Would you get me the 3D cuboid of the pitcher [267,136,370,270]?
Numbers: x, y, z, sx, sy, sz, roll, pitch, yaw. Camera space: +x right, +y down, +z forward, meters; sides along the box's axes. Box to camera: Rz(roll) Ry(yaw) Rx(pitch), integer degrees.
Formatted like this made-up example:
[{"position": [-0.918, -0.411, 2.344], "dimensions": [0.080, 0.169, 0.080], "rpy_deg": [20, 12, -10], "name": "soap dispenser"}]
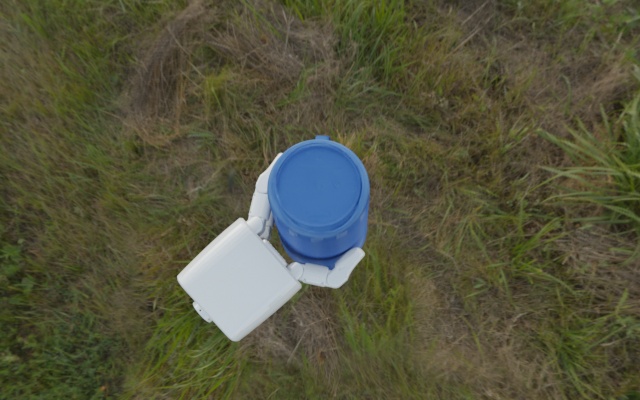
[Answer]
[{"position": [0.000, 0.002, 0.609], "dimensions": [0.145, 0.149, 0.243], "rpy_deg": [-41, -11, -8], "name": "pitcher"}]
